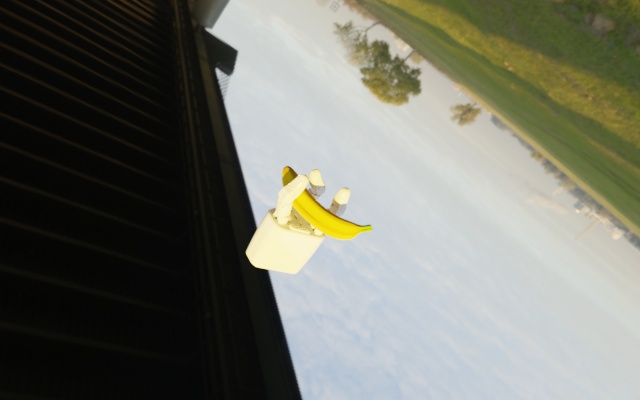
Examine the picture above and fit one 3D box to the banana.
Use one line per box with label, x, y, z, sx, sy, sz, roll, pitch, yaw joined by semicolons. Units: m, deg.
banana;-0.007;0.011;0.828;0.197;0.037;0.069;38;37;16
